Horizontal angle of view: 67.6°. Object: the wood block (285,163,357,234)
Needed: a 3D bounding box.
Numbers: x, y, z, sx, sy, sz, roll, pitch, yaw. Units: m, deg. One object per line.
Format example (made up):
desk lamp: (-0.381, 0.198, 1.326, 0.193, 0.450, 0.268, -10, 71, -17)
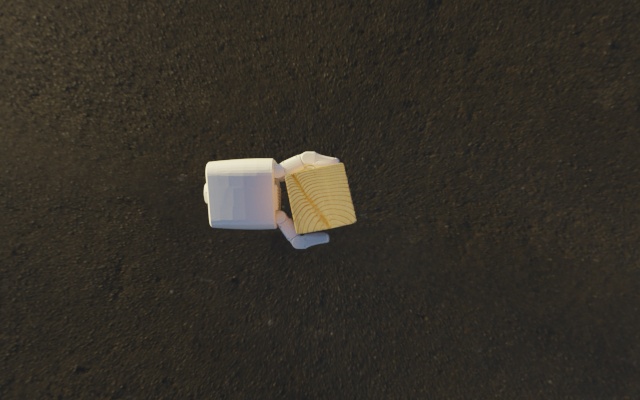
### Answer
wood block: (0.000, 0.003, 0.783, 0.090, 0.091, 0.206, -12, -2, -1)
